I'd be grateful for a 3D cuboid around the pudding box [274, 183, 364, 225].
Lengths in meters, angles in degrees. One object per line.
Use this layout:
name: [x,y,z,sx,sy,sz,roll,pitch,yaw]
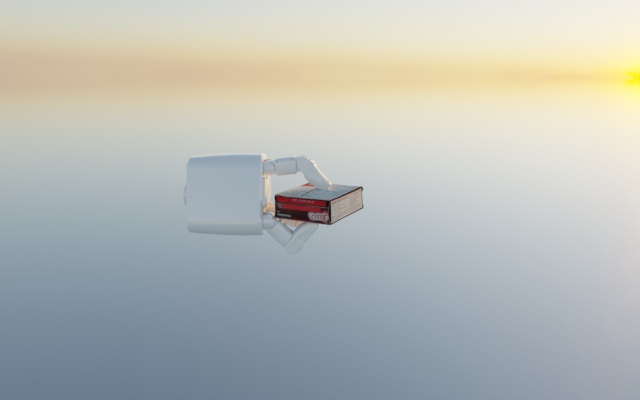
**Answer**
pudding box: [0.000,0.002,0.688,0.090,0.039,0.113,7,17,28]
